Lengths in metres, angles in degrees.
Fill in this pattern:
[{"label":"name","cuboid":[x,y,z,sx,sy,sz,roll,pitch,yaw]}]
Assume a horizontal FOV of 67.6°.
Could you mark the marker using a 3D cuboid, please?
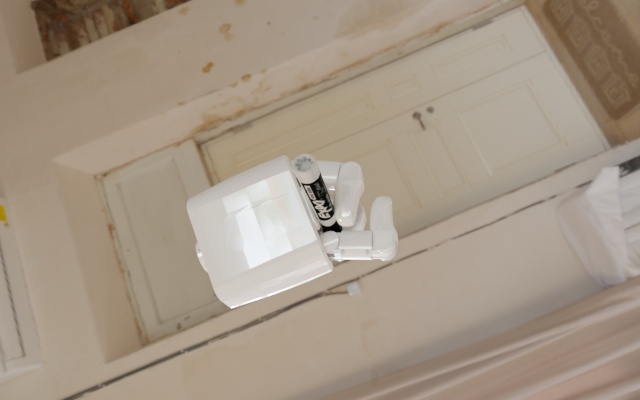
[{"label":"marker","cuboid":[0.000,0.001,0.408,0.020,0.020,0.121,0,-29,14]}]
